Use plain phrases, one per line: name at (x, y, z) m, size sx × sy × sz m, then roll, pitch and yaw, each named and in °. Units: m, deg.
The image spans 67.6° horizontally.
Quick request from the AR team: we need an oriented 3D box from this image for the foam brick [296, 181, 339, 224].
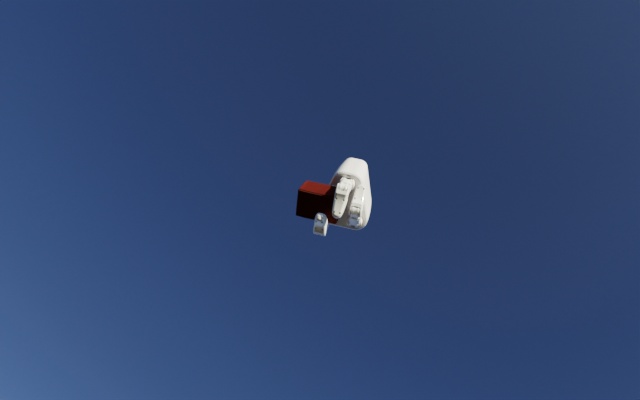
foam brick at (0.000, 0.003, 0.860) m, size 0.078 × 0.053 × 0.051 m, roll 13°, pitch 24°, yaw 8°
